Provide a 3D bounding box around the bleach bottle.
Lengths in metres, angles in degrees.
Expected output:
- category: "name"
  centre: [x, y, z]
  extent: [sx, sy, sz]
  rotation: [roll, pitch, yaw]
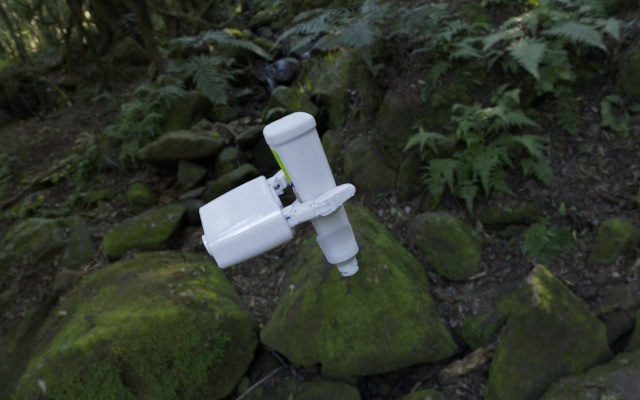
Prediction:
- category: "bleach bottle"
  centre: [0.000, 0.002, 0.685]
  extent: [0.068, 0.251, 0.102]
  rotation: [-26, 19, -6]
